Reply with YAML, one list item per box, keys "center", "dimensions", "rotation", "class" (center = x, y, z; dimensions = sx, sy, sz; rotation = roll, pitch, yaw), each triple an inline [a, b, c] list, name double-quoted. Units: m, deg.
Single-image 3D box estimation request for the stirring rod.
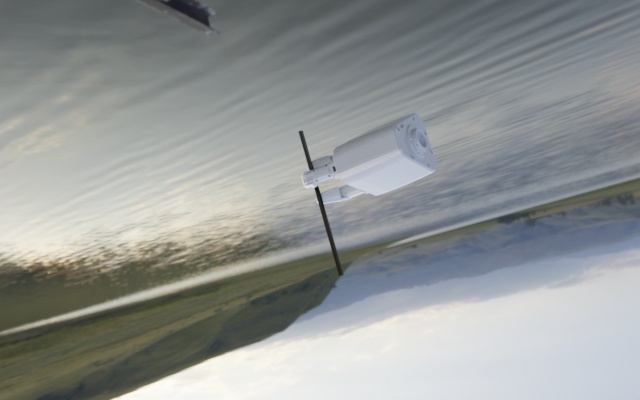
- center: [0.000, 0.002, 0.762]
  dimensions: [0.011, 0.239, 0.011]
  rotation: [-16, -7, -2]
  class: "stirring rod"
